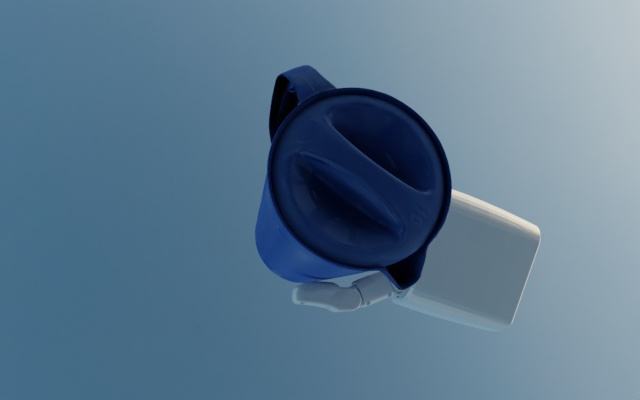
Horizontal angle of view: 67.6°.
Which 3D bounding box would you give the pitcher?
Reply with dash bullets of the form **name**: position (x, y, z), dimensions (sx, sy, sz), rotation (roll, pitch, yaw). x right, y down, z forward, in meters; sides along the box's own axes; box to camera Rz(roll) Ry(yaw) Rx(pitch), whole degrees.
- **pitcher**: position (0.000, 0.002, 0.437), dimensions (0.145, 0.149, 0.243), rotation (19, -18, -8)
